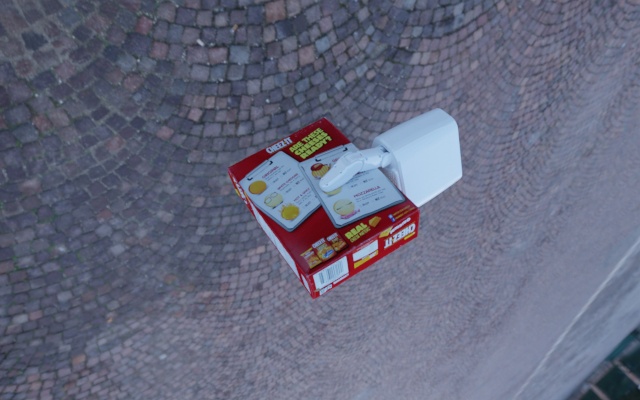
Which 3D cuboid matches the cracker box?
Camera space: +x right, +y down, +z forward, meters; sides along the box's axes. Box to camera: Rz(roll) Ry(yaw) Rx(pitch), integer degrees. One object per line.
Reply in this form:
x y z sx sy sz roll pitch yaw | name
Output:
0.000 0.002 0.635 0.164 0.072 0.213 -30 53 -15 | cracker box
